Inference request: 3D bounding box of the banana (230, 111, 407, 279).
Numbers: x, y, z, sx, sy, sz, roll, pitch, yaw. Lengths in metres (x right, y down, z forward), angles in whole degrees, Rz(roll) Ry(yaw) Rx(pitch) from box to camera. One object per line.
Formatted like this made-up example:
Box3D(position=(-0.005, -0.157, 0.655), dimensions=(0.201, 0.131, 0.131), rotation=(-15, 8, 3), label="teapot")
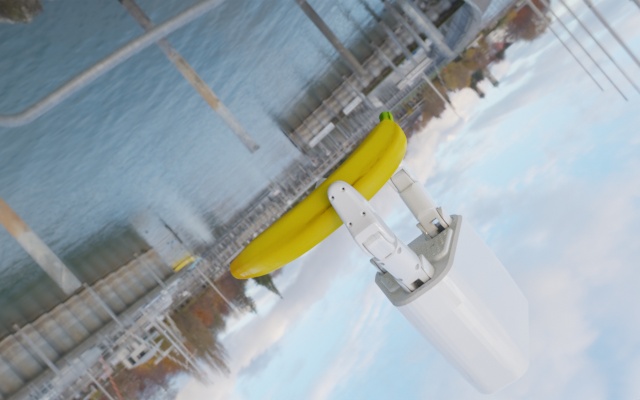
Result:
Box3D(position=(0.007, 0.000, 0.388), dimensions=(0.198, 0.037, 0.069), rotation=(-44, 12, -9), label="banana")
